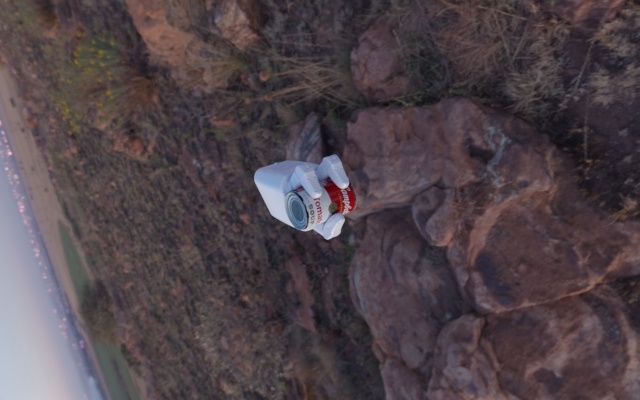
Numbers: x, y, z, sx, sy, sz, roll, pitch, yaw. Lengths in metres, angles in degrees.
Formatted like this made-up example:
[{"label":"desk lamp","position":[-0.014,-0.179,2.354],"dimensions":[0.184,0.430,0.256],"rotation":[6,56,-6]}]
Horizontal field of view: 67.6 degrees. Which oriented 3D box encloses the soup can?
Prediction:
[{"label":"soup can","position":[0.000,0.003,0.793],"dimensions":[0.102,0.068,0.068],"rotation":[-19,10,-32]}]
